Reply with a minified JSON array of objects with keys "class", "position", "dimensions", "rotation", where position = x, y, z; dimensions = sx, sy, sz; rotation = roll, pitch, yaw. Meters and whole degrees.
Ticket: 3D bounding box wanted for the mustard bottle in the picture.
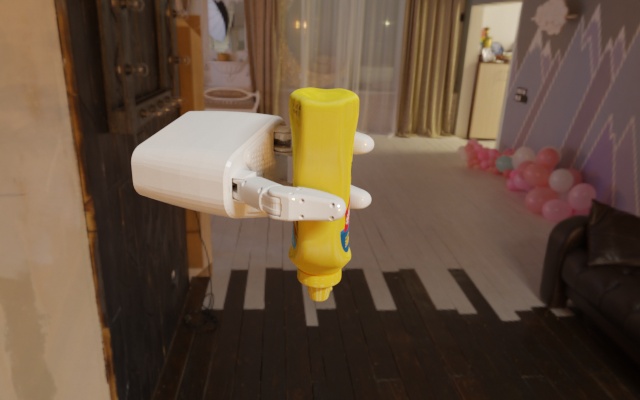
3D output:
[{"class":"mustard bottle","position":[0.000,0.001,0.422],"dimensions":[0.058,0.192,0.096],"rotation":[2,19,-1]}]
